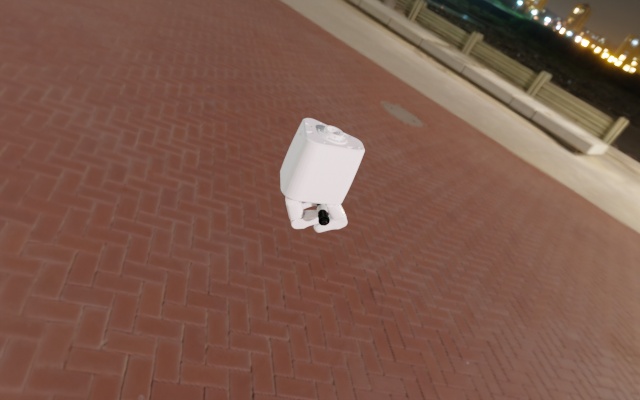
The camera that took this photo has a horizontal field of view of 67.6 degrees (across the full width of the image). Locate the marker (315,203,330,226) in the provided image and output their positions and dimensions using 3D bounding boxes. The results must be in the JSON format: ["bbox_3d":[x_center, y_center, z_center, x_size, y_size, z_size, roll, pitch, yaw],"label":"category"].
[{"bbox_3d":[0.000,0.003,0.805,0.020,0.020,0.121,0,34,-7],"label":"marker"}]
